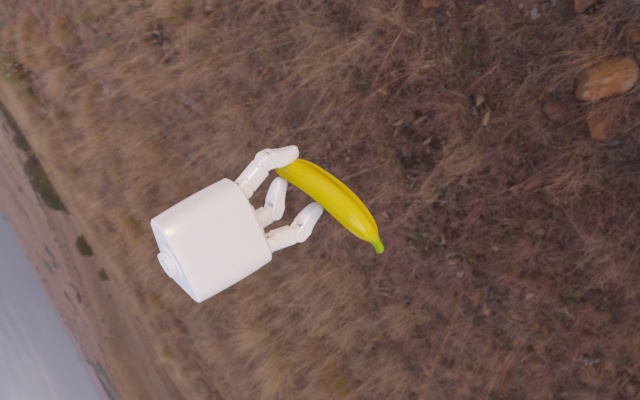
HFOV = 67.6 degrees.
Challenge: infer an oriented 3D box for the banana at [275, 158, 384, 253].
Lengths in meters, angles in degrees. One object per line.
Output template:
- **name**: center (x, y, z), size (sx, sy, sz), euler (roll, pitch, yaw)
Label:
- **banana**: center (0.004, -0.007, 0.610), size (0.037, 0.070, 0.197), euler (-35, 62, -27)
